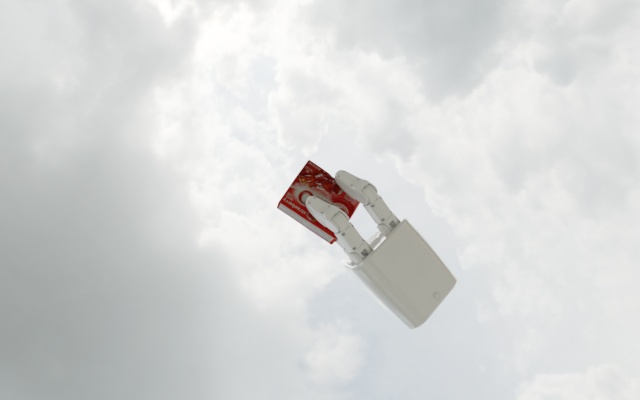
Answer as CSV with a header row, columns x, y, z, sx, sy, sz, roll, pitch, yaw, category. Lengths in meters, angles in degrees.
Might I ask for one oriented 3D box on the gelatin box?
x,y,z,sx,sy,sz,roll,pitch,yaw,category
0.000,0.002,0.618,0.089,0.073,0.030,34,-23,-1,gelatin box
